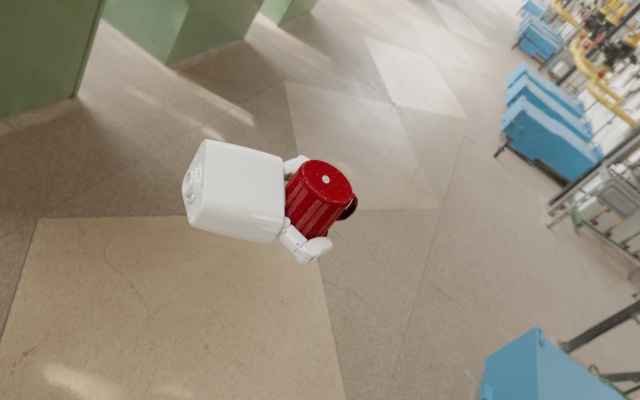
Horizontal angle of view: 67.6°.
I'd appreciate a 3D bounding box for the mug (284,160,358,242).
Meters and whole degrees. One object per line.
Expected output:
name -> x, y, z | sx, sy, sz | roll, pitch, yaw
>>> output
mug -> 0.001, 0.002, 0.649 | 0.117, 0.093, 0.081 | 13, -48, -31
